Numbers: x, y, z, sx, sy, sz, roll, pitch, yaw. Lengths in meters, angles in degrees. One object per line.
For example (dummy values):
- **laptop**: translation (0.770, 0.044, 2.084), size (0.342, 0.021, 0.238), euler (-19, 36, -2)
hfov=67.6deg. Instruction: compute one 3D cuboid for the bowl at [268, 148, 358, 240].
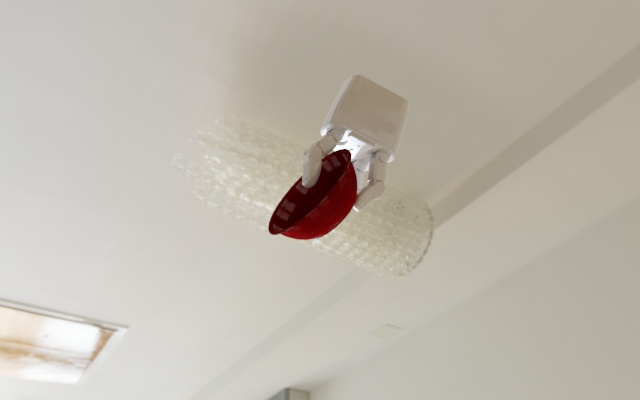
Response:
- **bowl**: translation (0.000, 0.004, 0.680), size (0.055, 0.162, 0.162), euler (44, -17, -18)
